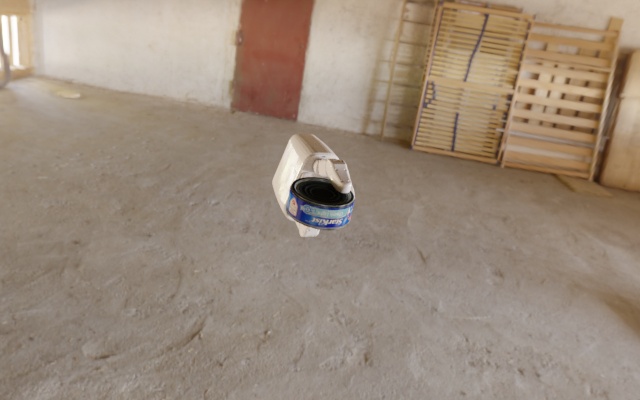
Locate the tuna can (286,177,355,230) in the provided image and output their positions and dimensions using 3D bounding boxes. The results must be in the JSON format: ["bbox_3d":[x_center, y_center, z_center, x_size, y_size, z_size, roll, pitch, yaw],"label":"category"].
[{"bbox_3d":[0.000,0.002,0.613,0.086,0.034,0.086,10,26,-5],"label":"tuna can"}]
